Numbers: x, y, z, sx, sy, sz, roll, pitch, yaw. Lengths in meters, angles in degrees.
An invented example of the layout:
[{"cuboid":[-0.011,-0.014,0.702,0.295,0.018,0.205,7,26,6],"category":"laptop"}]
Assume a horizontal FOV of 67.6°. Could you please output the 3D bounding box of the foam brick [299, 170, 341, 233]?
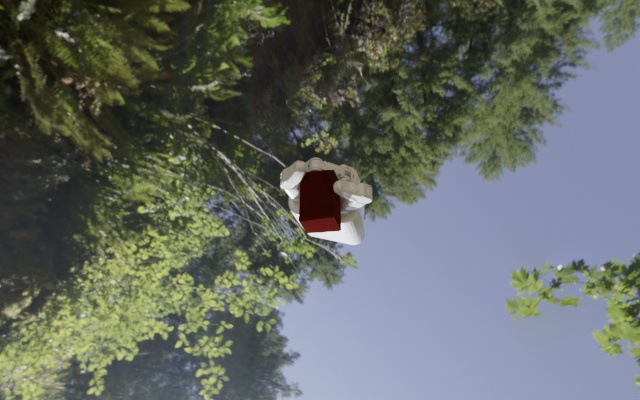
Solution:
[{"cuboid":[0.000,0.002,0.685,0.053,0.078,0.051,-5,-28,11],"category":"foam brick"}]
